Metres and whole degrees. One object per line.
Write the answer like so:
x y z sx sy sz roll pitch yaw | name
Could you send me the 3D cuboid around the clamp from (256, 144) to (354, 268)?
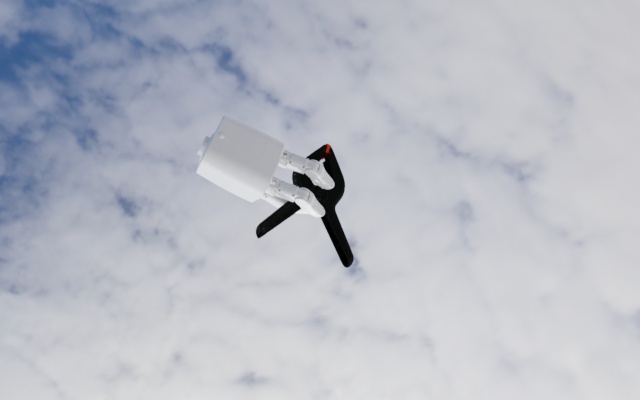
0.000 0.002 0.789 0.164 0.210 0.036 27 -32 -14 | clamp
